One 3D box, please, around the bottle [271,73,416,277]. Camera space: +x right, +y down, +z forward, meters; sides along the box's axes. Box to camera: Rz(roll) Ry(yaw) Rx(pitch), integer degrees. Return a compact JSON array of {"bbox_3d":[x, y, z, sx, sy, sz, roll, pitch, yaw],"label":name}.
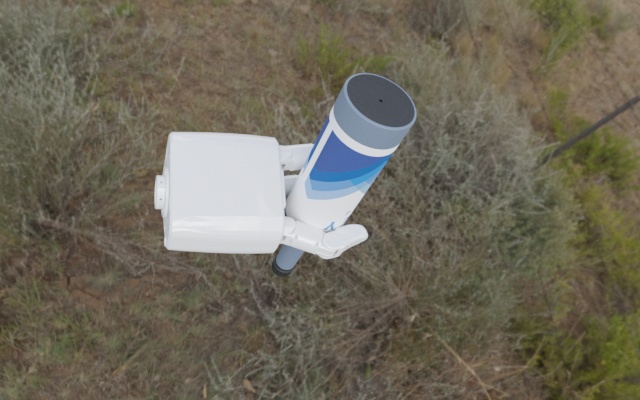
[{"bbox_3d":[0.000,0.002,0.504,0.069,0.069,0.296,0,-35,-25],"label":"bottle"}]
